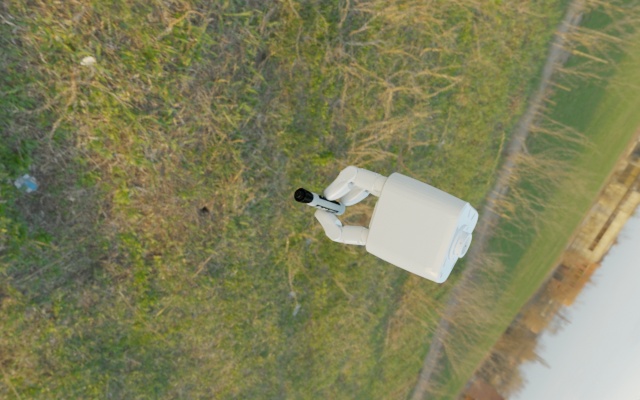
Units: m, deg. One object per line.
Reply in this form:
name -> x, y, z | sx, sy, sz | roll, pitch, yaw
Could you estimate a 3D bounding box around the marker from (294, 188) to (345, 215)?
marker -> 0.000, 0.002, 0.656 | 0.020, 0.020, 0.121 | 0, -10, 29
